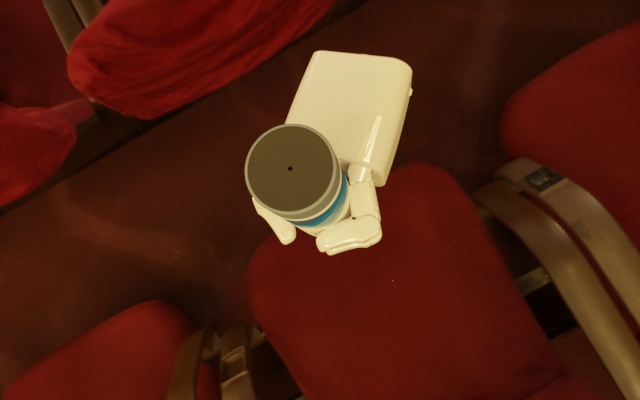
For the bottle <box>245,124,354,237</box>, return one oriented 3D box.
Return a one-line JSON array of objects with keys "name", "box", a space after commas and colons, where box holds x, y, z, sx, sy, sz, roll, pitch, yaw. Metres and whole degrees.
[{"name": "bottle", "box": [0.000, 0.002, 0.479, 0.069, 0.069, 0.296, 0, -9, 9]}]
